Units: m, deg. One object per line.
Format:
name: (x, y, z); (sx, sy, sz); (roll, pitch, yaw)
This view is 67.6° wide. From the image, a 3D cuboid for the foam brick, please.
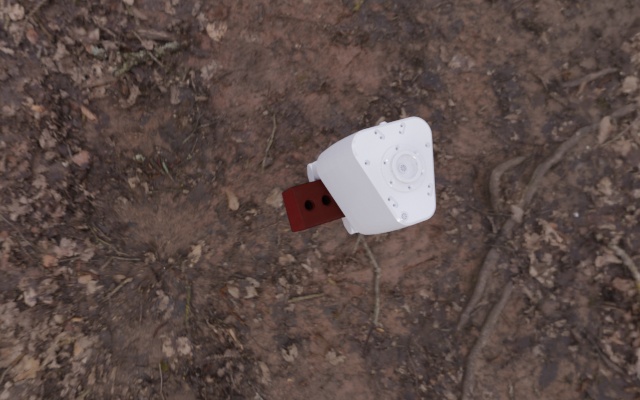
foam brick: (0.000, 0.002, 0.580); (0.078, 0.053, 0.051); (-17, -1, -19)
